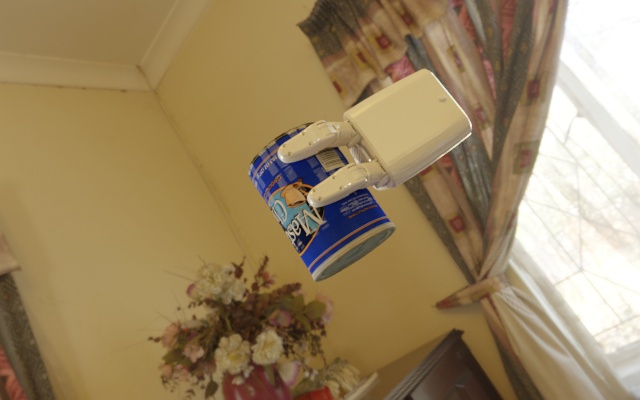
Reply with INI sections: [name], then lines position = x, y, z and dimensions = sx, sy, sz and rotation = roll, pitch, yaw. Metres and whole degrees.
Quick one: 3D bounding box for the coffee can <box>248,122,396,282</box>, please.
[coffee can]
position = 0.000, 0.002, 0.520
dimensions = 0.103, 0.140, 0.103
rotation = -31, -15, -9
